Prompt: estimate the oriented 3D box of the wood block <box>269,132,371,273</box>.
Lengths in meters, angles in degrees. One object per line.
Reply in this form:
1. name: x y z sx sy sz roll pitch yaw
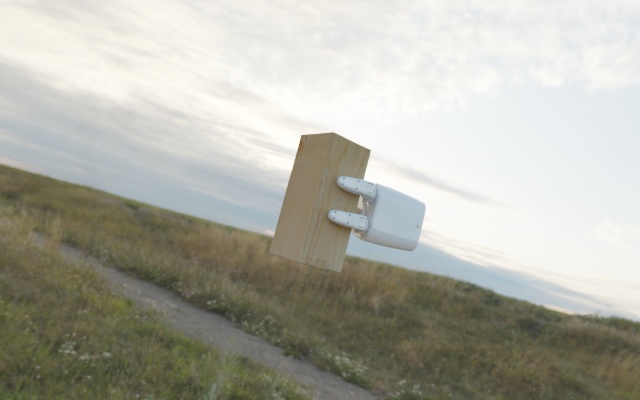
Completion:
1. wood block: 0.000 0.003 0.781 0.090 0.206 0.091 19 -8 -36
